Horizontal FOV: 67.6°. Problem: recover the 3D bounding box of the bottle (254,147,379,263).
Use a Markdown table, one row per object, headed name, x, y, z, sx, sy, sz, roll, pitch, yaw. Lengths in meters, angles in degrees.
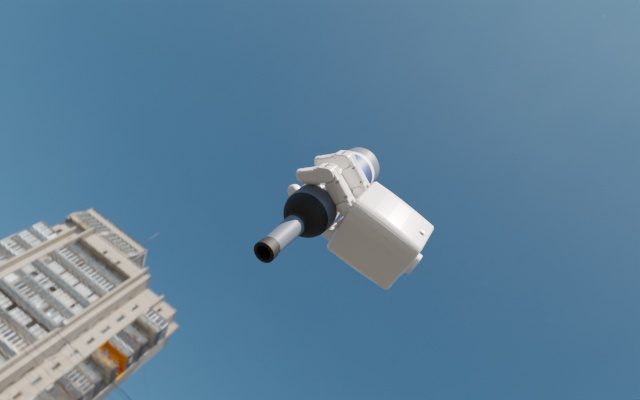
| name | x | y | z | sx | sy | sz | roll | pitch | yaw |
| --- | --- | --- | --- | --- | --- | --- | --- | --- | --- |
| bottle | 0.000 | 0.002 | 0.664 | 0.069 | 0.069 | 0.295 | 0 | 23 | 29 |
